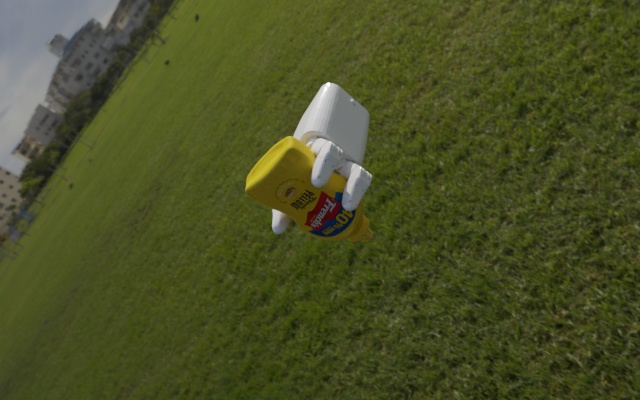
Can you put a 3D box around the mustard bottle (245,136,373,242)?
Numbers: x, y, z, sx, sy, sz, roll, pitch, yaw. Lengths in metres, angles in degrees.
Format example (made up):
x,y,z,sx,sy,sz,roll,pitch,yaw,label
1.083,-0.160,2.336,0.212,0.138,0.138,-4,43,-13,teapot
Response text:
x,y,z,sx,sy,sz,roll,pitch,yaw,label
0.000,0.002,0.645,0.192,0.096,0.058,35,26,-27,mustard bottle
